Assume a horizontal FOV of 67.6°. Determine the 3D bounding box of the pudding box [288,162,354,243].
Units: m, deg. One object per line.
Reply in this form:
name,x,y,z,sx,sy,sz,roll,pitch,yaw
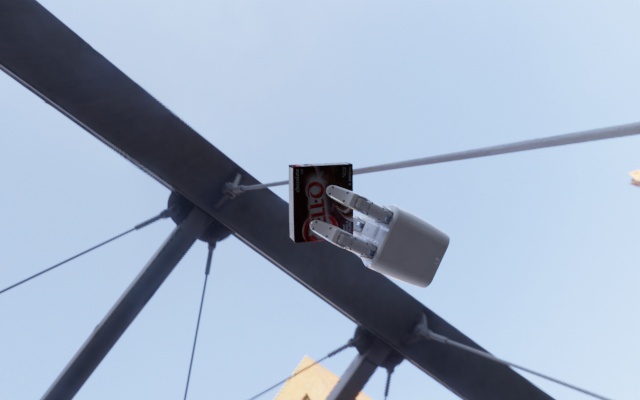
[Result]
pudding box,0.000,0.002,0.694,0.090,0.113,0.039,-4,8,-17
